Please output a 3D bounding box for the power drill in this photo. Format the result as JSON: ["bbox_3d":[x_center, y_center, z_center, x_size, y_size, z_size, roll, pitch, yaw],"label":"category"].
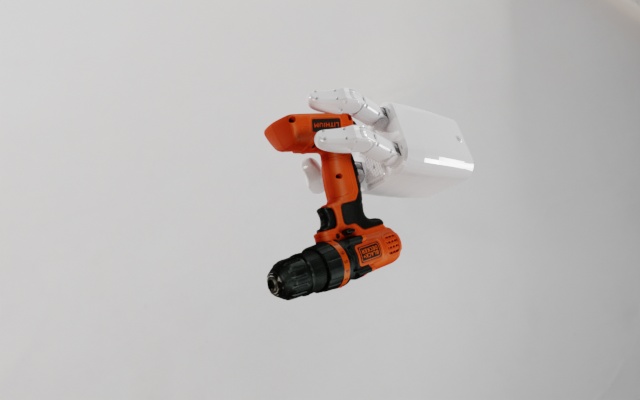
[{"bbox_3d":[0.000,0.001,0.519,0.184,0.187,0.057,-12,-5,-44],"label":"power drill"}]
